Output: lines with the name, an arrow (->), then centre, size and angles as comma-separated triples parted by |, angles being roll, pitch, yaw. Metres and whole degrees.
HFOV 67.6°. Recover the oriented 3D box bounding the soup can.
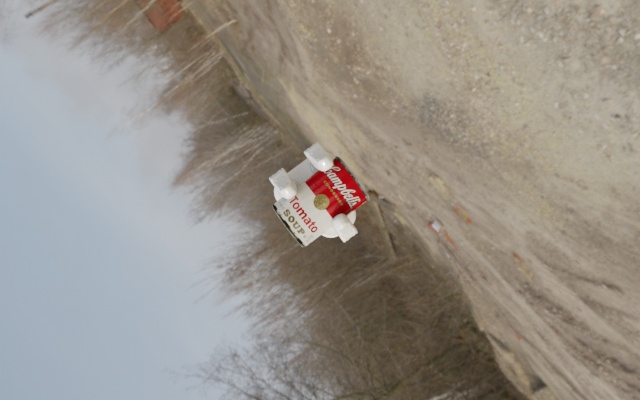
soup can -> 0.000, 0.002, 0.592 | 0.102, 0.068, 0.068 | -37, 1, -1
